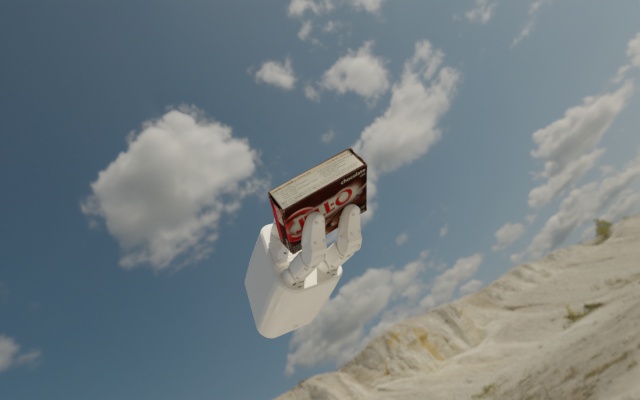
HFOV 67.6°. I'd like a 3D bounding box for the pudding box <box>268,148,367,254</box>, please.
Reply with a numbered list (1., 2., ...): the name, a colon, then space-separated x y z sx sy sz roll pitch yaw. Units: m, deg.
1. pudding box: 0.000 0.002 0.552 0.113 0.039 0.090 -32 -32 -17
